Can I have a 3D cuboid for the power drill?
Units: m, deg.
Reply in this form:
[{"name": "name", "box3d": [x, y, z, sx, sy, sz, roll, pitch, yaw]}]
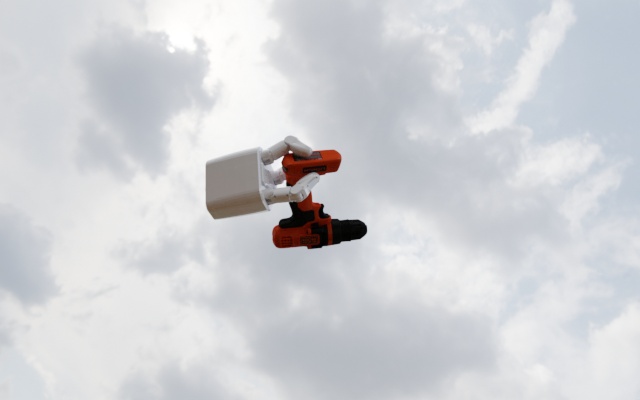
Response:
[{"name": "power drill", "box3d": [0.000, 0.002, 0.880, 0.184, 0.188, 0.057, -6, 27, -11]}]
